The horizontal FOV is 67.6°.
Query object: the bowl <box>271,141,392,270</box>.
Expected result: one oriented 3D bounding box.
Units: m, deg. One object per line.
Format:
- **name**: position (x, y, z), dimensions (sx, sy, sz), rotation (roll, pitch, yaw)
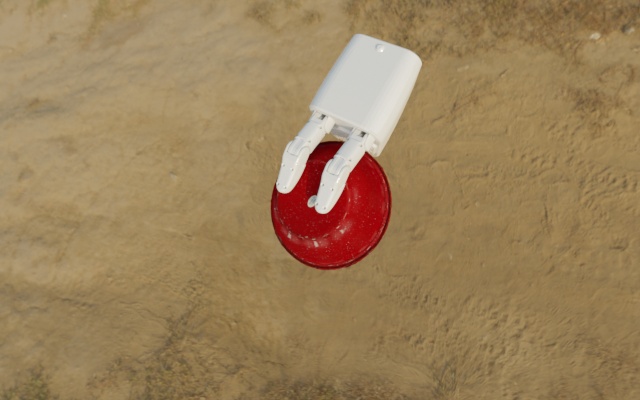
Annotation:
- **bowl**: position (0.000, 0.003, 0.569), dimensions (0.162, 0.162, 0.055), rotation (0, -7, 23)
